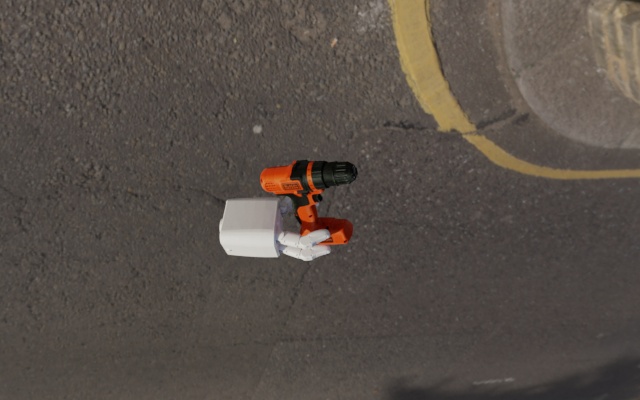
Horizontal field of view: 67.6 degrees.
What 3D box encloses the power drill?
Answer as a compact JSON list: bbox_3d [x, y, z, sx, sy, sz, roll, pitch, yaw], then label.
[{"bbox_3d":[0.000,0.003,0.895,0.184,0.188,0.057,-2,43,25],"label":"power drill"}]
